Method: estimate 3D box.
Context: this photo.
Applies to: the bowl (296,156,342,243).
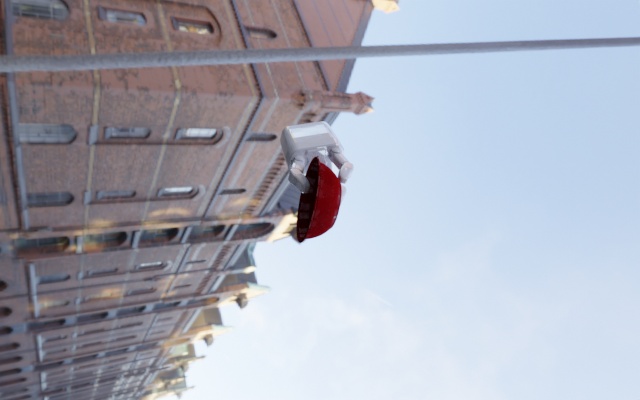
[{"bbox_3d":[0.001,0.004,0.884,0.055,0.162,0.162,11,-2,-12],"label":"bowl"}]
